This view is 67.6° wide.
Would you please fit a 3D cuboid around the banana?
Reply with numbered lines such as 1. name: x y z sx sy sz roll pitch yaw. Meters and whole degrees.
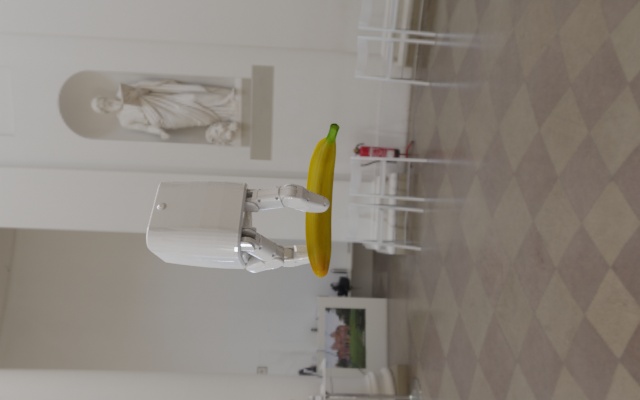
1. banana: -0.001 0.002 0.628 0.037 0.197 0.069 4 -11 -3
